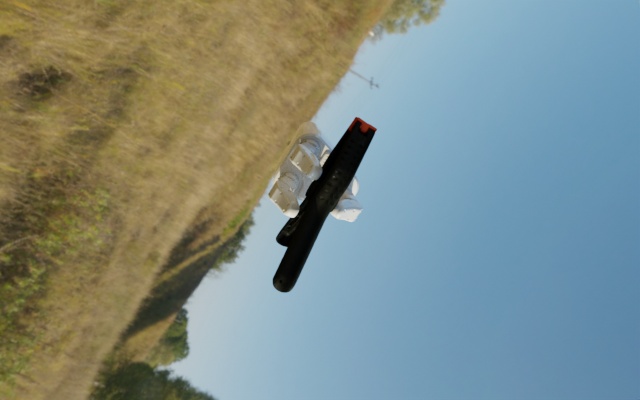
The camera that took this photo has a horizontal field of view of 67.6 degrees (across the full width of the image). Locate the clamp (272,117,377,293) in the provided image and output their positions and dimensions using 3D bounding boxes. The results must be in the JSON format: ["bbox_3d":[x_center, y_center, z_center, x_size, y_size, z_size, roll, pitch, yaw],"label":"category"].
[{"bbox_3d":[0.001,0.002,0.562,0.036,0.210,0.164,29,17,-11],"label":"clamp"}]
